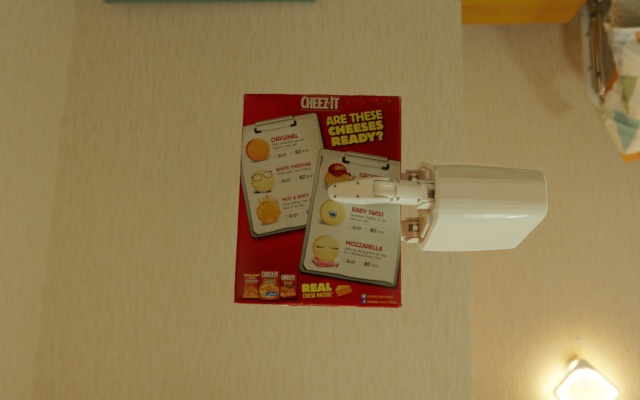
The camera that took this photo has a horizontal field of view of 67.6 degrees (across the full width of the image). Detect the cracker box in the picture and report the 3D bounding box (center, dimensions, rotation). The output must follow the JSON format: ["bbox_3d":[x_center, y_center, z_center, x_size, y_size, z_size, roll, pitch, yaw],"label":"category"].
[{"bbox_3d":[0.000,0.002,0.501,0.164,0.213,0.072,1,-9,0],"label":"cracker box"}]
